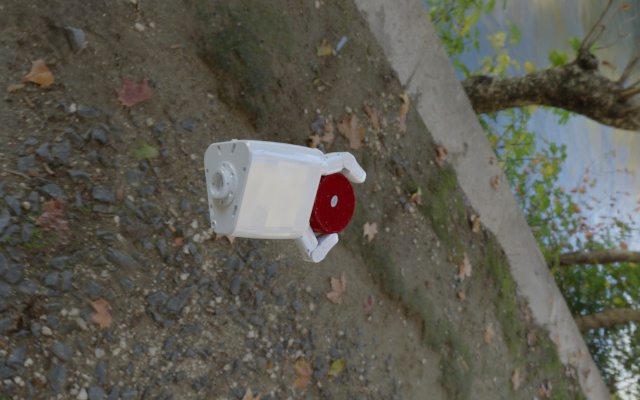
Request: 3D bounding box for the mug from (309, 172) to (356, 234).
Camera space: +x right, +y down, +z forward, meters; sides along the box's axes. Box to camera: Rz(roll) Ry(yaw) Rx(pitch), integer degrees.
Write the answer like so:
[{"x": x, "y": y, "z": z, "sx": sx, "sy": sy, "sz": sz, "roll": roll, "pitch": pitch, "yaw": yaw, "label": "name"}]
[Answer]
[{"x": 0.001, "y": 0.002, "z": 0.649, "sx": 0.081, "sy": 0.093, "sz": 0.117, "roll": 3, "pitch": 1, "yaw": 45, "label": "mug"}]
